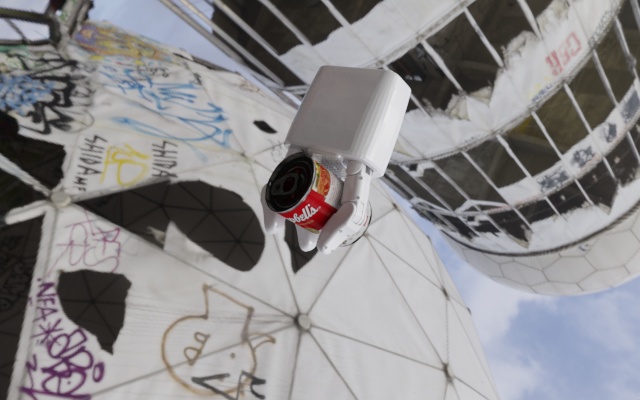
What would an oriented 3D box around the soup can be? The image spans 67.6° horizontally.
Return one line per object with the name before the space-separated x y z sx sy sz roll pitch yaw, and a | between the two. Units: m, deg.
soup can | 0.000 0.002 0.513 0.068 0.068 0.102 0 -24 44
